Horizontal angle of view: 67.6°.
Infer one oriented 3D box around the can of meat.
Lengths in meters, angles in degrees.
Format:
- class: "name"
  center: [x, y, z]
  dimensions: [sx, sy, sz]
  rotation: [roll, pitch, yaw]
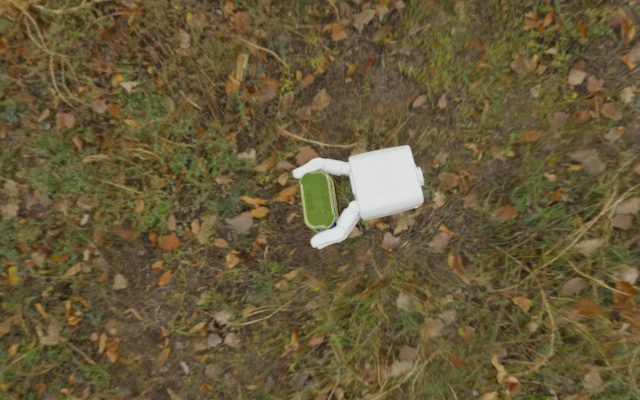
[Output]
- class: "can of meat"
  center: [0.000, 0.003, 0.817]
  dimensions: [0.057, 0.102, 0.084]
  rotation: [-9, -7, 6]
